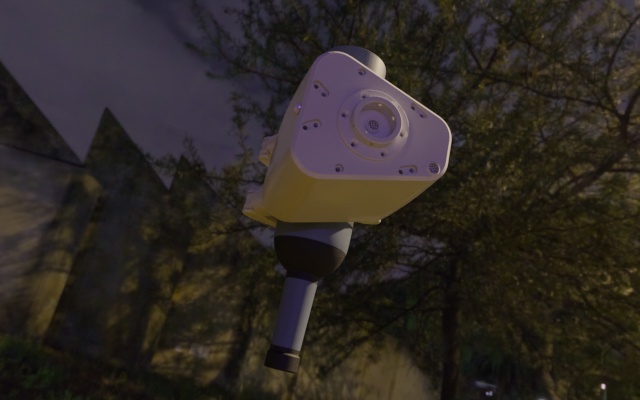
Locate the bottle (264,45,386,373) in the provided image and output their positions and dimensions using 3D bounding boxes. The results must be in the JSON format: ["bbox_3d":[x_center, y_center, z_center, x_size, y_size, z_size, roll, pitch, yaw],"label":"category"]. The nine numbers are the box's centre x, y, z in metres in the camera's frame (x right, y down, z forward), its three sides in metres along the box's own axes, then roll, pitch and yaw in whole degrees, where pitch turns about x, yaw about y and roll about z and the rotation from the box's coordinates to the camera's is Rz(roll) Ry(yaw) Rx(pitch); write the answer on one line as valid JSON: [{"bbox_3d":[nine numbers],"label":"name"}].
[{"bbox_3d":[0.000,0.001,0.433,0.069,0.295,0.069,12,-18,4],"label":"bottle"}]
